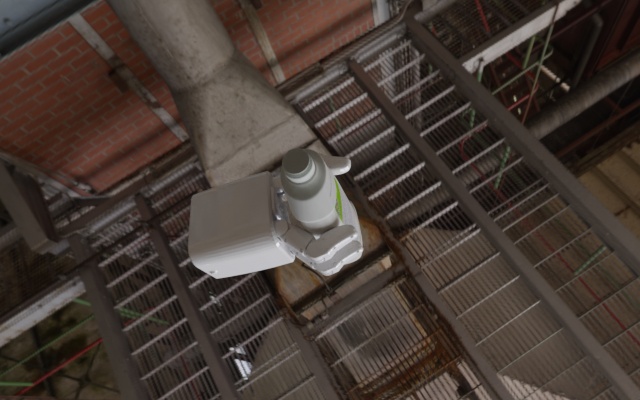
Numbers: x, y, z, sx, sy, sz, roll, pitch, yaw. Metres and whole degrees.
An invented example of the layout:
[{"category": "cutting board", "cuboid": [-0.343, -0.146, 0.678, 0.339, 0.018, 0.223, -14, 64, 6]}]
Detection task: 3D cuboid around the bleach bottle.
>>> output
[{"category": "bleach bottle", "cuboid": [0.000, 0.002, 0.582, 0.068, 0.102, 0.251, -15, -25, 6]}]
